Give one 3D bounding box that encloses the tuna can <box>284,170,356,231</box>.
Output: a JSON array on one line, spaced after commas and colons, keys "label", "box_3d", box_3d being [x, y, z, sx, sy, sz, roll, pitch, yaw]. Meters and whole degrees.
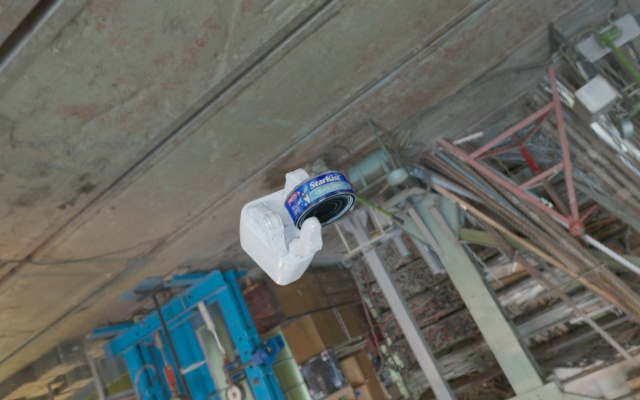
[{"label": "tuna can", "box_3d": [0.000, 0.002, 0.591, 0.086, 0.033, 0.086, -24, -24, -11]}]
